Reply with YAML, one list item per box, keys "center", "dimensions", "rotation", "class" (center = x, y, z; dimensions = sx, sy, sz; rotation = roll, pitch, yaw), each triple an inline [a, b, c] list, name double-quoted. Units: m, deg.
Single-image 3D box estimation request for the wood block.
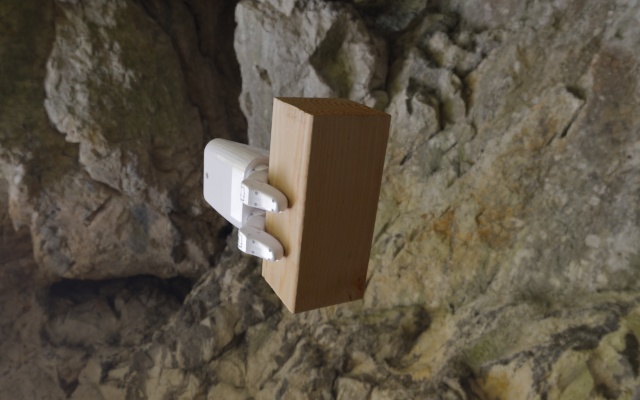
- center: [0.000, 0.002, 0.508]
  dimensions: [0.091, 0.206, 0.090]
  rotation: [-6, 24, -29]
  class: "wood block"
